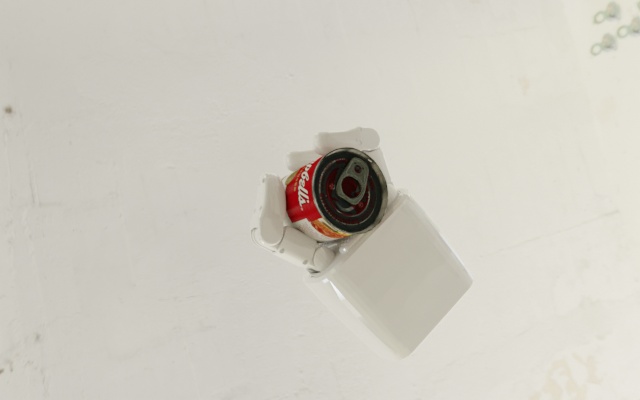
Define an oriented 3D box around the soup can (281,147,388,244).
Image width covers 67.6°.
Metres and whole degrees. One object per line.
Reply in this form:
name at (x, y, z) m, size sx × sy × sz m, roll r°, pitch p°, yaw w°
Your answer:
soup can at (0.000, 0.001, 0.404) m, size 0.068 × 0.068 × 0.102 m, roll 0°, pitch -10°, yaw -29°
